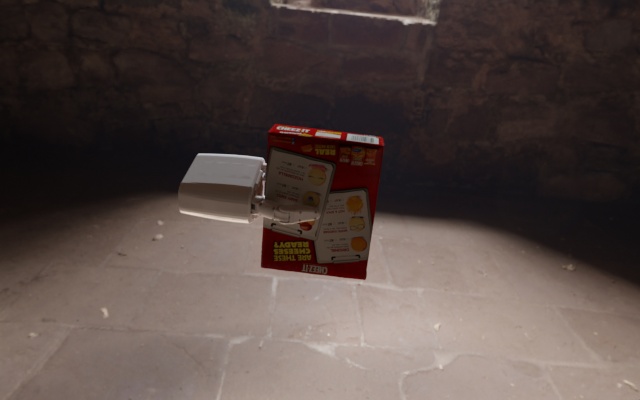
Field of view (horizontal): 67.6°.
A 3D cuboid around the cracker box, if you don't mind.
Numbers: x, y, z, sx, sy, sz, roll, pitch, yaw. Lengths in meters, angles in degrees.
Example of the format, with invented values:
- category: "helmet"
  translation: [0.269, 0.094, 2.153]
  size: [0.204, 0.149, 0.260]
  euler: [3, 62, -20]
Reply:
- category: "cracker box"
  translation: [0.000, 0.002, 0.717]
  size: [0.164, 0.214, 0.072]
  euler: [7, 22, 3]
